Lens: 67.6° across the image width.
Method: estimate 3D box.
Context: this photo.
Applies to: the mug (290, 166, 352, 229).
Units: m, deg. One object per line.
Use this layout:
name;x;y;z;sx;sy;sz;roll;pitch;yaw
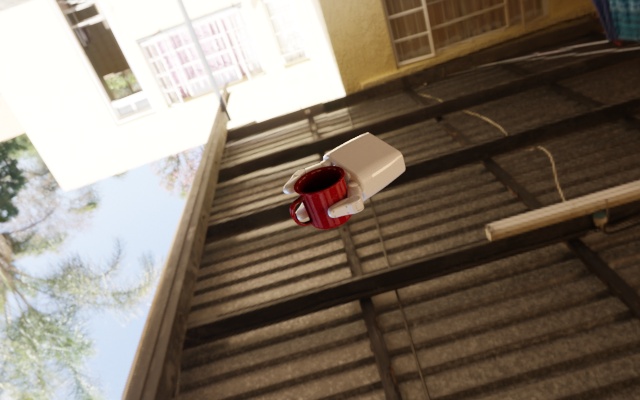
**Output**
mug;-0.001;0.004;0.838;0.117;0.081;0.093;-32;31;-21
